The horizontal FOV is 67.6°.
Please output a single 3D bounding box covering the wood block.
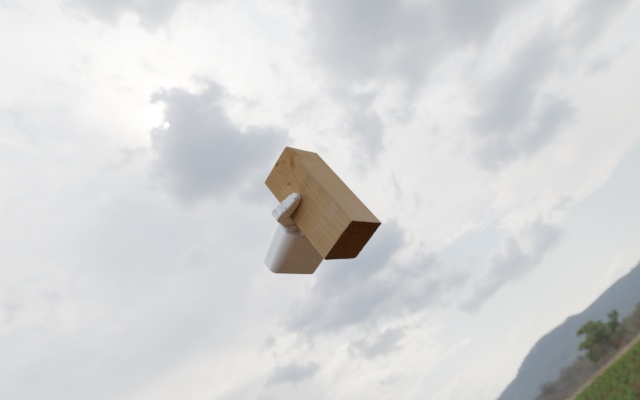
[{"bbox_3d":[0.000,0.003,0.864,0.091,0.090,0.206,5,36,-49],"label":"wood block"}]
